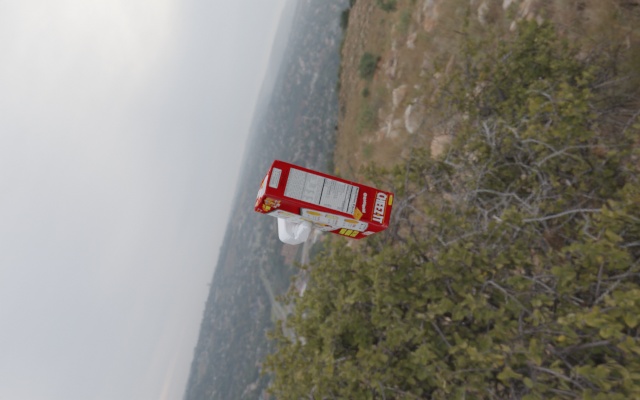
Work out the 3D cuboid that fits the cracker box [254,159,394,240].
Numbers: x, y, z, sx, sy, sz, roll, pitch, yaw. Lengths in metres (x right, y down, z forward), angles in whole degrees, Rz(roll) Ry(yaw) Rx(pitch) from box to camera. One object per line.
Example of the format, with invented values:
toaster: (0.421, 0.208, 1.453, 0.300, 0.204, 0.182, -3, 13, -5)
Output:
cracker box: (0.000, 0.003, 0.847, 0.214, 0.072, 0.164, 15, -14, -10)
